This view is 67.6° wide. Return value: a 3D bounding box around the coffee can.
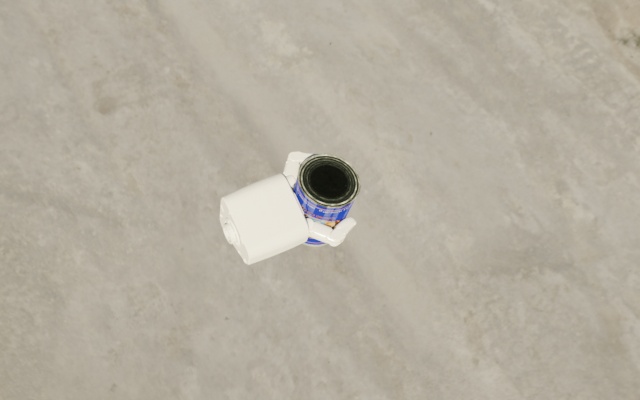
[{"bbox_3d":[0.000,0.003,0.811,0.103,0.102,0.140,0,-31,-14],"label":"coffee can"}]
